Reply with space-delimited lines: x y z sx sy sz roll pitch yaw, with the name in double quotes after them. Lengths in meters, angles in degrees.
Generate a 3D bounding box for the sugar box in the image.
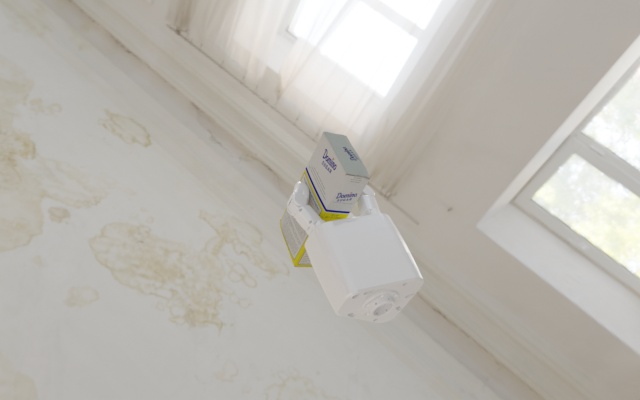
0.001 0.002 0.670 0.048 0.176 0.093 7 40 -31 "sugar box"
